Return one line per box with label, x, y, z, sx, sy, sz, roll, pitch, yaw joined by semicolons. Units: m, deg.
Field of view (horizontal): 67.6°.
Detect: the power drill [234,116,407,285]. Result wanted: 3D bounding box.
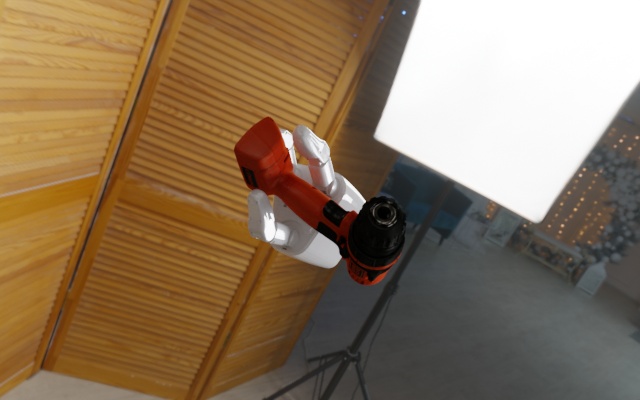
power drill;0.000;0.001;0.470;0.187;0.057;0.184;41;-17;15
